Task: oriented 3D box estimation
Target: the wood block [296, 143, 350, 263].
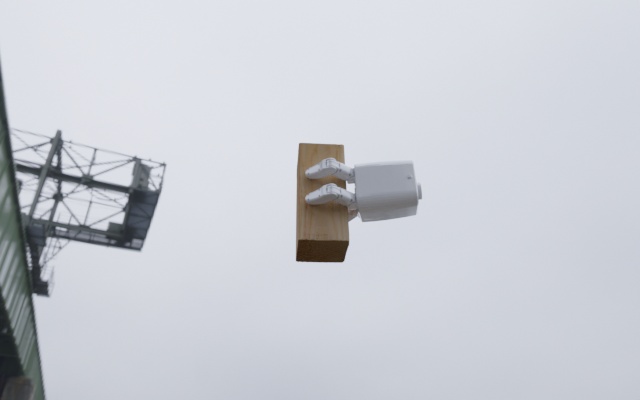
[{"bbox_3d":[0.001,0.003,0.885,0.090,0.206,0.091,2,-32,-4],"label":"wood block"}]
